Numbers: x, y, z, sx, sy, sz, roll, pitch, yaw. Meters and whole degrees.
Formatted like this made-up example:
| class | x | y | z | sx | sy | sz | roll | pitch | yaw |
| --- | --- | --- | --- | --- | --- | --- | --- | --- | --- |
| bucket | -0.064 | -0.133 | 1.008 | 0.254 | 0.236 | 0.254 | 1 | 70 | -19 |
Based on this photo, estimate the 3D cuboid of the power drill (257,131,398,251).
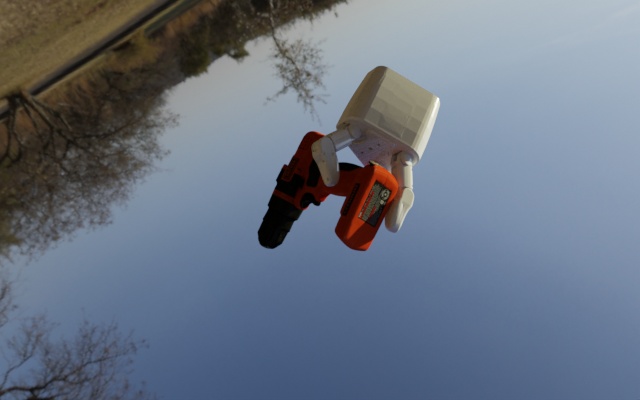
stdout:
| class | x | y | z | sx | sy | sz | roll | pitch | yaw |
| --- | --- | --- | --- | --- | --- | --- | --- | --- | --- |
| power drill | 0.001 | 0.002 | 0.640 | 0.057 | 0.184 | 0.187 | 27 | -3 | -41 |
